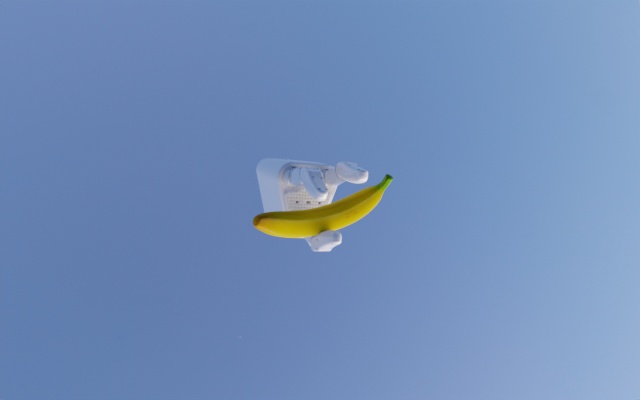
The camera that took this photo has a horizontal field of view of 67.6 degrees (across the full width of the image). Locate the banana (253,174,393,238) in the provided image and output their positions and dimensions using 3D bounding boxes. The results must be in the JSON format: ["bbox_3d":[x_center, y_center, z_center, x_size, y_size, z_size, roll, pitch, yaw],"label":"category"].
[{"bbox_3d":[0.004,0.015,0.640,0.198,0.070,0.037,-19,42,-18],"label":"banana"}]
